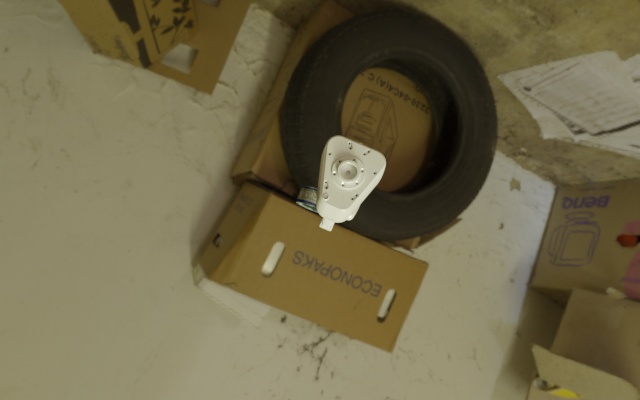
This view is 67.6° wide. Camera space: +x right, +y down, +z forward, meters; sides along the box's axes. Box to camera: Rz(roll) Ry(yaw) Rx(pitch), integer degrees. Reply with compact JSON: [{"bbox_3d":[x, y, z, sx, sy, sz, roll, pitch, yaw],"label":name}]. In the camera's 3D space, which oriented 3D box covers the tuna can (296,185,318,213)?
[{"bbox_3d":[0.000,0.003,0.862,0.086,0.033,0.086,20,-7,2],"label":"tuna can"}]
